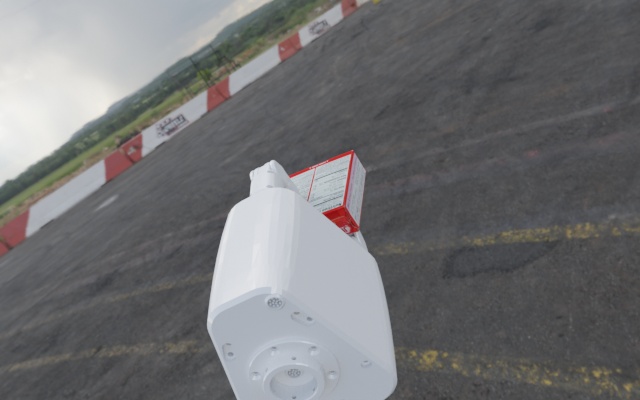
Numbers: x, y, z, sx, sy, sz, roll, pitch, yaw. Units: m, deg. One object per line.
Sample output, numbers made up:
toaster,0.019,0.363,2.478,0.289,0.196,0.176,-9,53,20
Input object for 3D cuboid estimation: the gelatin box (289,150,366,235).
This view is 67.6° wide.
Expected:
gelatin box,0.000,0.001,0.421,0.073,0.030,0.089,-21,32,23
